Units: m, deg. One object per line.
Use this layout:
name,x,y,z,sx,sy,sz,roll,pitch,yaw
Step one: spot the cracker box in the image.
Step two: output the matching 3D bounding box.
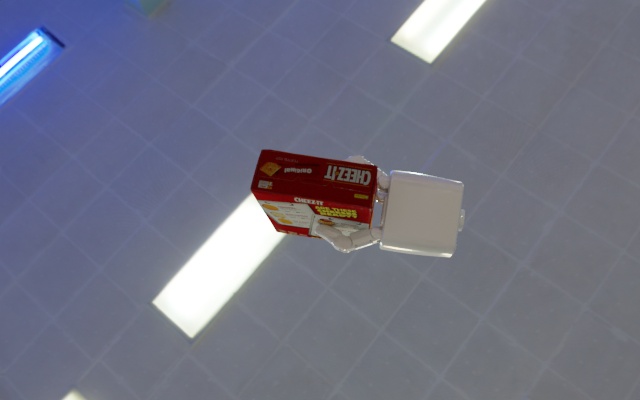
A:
cracker box,0.000,0.003,0.727,0.164,0.072,0.214,8,-18,7
